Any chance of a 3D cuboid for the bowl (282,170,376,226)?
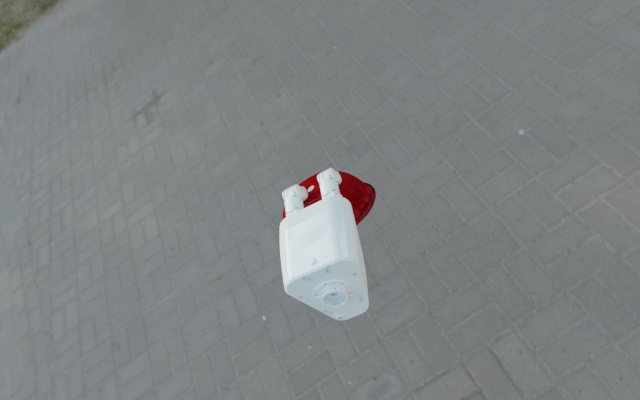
[{"bbox_3d":[0.000,0.002,0.723,0.162,0.055,0.162,-27,24,13],"label":"bowl"}]
